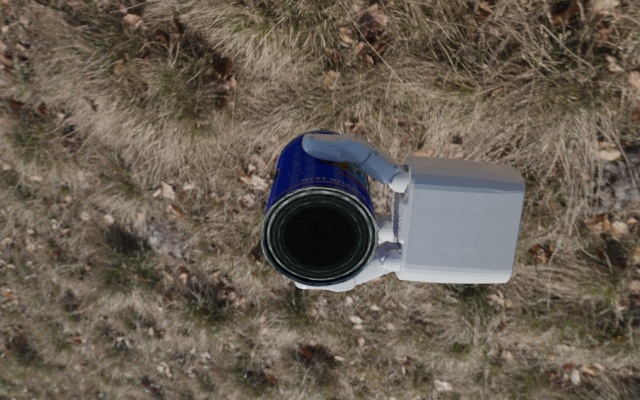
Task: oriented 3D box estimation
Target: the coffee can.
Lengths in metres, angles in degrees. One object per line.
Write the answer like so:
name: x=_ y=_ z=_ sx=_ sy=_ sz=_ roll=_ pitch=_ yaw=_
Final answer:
coffee can: x=0.000 y=0.001 z=0.471 sx=0.103 sy=0.103 sz=0.140 roll=0 pitch=27 yaw=1
